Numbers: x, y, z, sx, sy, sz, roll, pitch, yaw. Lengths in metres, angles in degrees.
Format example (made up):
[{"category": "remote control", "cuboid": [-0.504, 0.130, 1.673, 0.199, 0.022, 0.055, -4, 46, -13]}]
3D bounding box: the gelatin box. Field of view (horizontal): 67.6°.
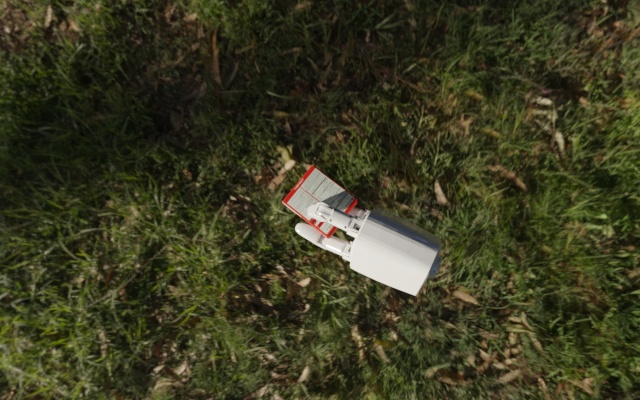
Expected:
[{"category": "gelatin box", "cuboid": [0.000, 0.002, 0.717, 0.089, 0.073, 0.030, 38, -5, 10]}]
